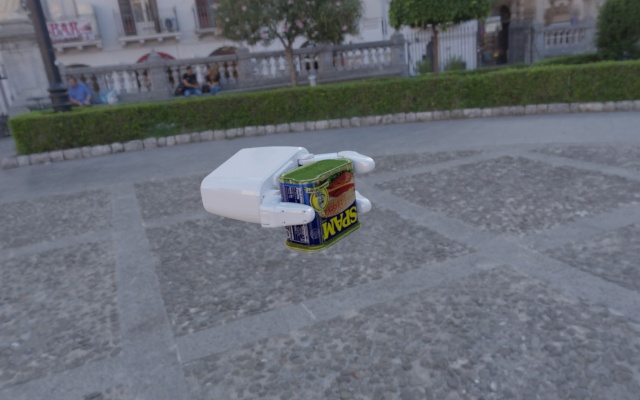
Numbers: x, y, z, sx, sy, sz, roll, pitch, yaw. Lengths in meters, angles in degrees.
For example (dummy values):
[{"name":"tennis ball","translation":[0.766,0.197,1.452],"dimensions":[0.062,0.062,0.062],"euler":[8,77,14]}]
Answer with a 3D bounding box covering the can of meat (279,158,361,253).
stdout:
[{"name":"can of meat","translation":[0.000,0.002,0.557],"dimensions":[0.057,0.084,0.102],"euler":[7,22,37]}]
